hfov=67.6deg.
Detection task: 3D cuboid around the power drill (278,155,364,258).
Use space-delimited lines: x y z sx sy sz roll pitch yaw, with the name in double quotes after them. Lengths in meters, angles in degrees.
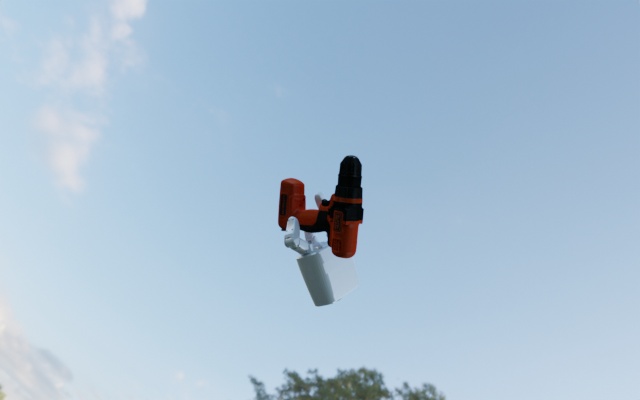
0.000 0.003 0.897 0.057 0.184 0.187 1 7 -44 "power drill"
